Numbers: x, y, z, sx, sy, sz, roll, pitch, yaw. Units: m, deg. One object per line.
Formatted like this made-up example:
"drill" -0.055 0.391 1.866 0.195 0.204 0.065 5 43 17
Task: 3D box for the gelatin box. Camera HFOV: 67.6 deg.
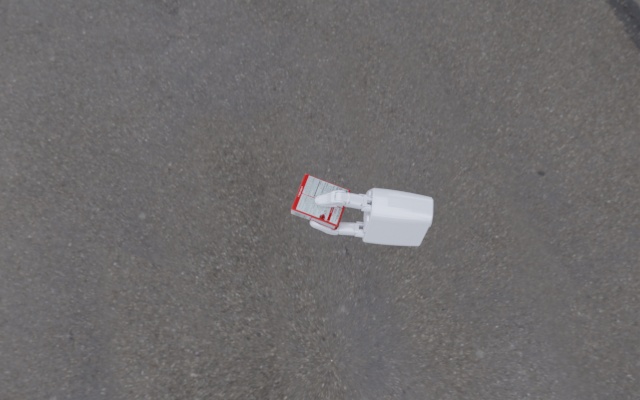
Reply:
"gelatin box" 0.000 0.003 0.851 0.089 0.073 0.030 21 -19 -1
